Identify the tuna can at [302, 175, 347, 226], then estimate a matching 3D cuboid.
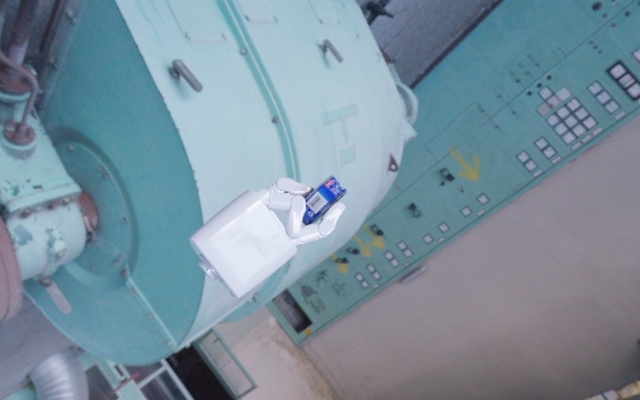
[{"bbox_3d":[0.001,0.003,0.732,0.086,0.034,0.086,-43,-5,-4],"label":"tuna can"}]
